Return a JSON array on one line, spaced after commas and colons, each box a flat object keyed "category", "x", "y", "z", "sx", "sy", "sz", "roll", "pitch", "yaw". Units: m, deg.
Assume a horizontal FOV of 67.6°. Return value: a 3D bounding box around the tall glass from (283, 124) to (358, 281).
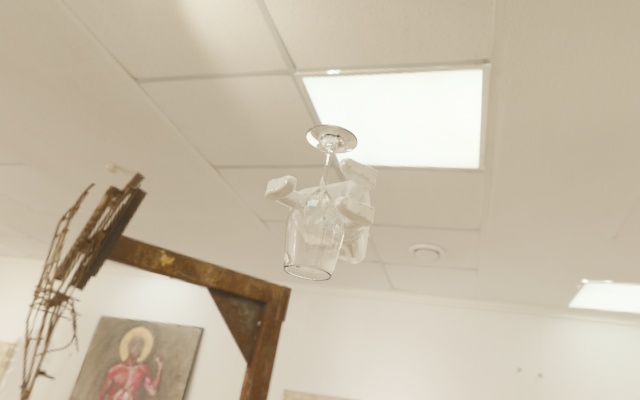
[{"category": "tall glass", "x": 0.000, "y": 0.001, "z": 0.639, "sx": 0.079, "sy": 0.201, "sz": 0.079, "roll": 9, "pitch": -24, "yaw": 4}]
